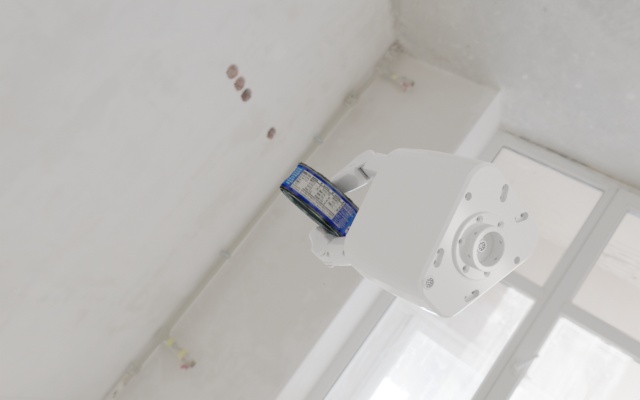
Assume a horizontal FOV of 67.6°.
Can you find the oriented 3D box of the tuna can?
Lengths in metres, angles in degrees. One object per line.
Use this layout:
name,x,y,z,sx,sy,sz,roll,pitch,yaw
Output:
tuna can,0.000,0.002,0.485,0.086,0.034,0.086,40,-6,5
